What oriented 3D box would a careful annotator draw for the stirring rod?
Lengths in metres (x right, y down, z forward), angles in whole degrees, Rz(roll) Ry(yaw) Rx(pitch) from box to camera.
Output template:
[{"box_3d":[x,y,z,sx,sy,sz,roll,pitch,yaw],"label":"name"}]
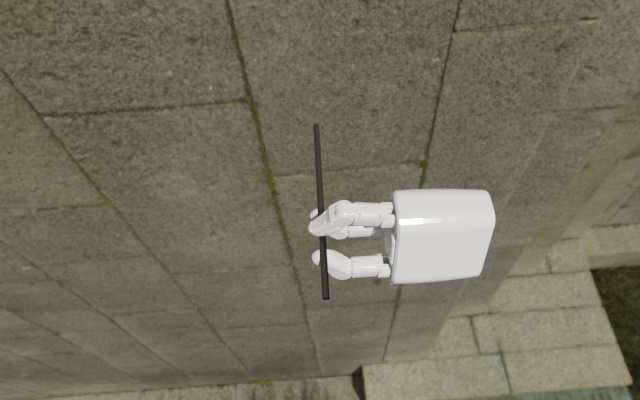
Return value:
[{"box_3d":[0.000,0.002,0.564,0.011,0.239,0.011,-2,-33,-1],"label":"stirring rod"}]
